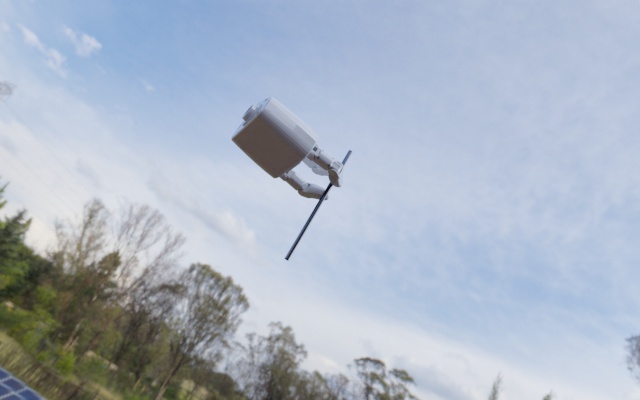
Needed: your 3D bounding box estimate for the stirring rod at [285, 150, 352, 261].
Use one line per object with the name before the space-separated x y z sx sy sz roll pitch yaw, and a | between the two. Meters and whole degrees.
stirring rod | 0.000 0.003 0.831 0.011 0.239 0.011 24 -26 13
